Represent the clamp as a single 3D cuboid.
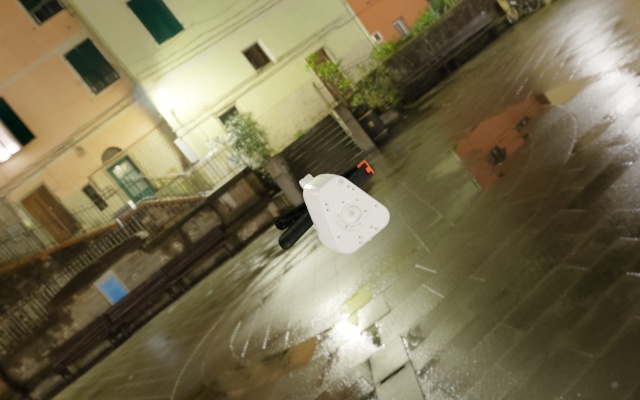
[{"bbox_3d":[0.000,0.002,0.847,0.210,0.036,0.164,-39,13,-8],"label":"clamp"}]
